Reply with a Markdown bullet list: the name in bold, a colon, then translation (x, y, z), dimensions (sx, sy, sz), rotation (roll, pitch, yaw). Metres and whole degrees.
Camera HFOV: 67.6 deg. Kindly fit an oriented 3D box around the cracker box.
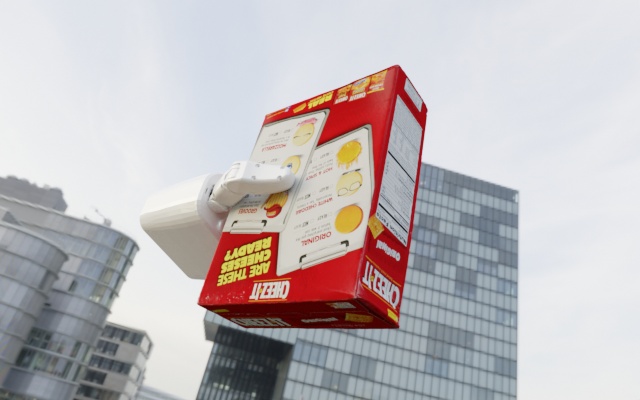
- **cracker box**: translation (0.000, 0.001, 0.421), dimensions (0.164, 0.213, 0.072), rotation (-12, -38, 37)
